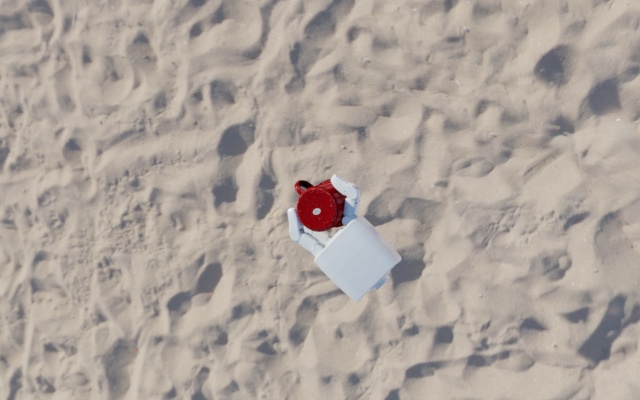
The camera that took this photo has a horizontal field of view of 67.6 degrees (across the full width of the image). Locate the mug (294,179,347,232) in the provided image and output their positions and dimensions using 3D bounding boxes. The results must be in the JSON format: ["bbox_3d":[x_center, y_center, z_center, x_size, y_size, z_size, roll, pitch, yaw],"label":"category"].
[{"bbox_3d":[-0.001,0.002,0.868,0.117,0.093,0.081,43,22,12],"label":"mug"}]
